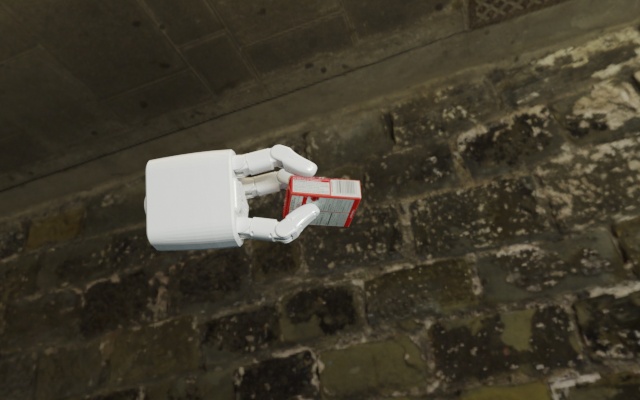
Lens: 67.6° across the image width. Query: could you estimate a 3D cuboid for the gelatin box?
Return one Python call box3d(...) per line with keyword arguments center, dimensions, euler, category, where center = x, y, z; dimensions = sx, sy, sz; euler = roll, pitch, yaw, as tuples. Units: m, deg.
box3d(center=(0.000, 0.002, 0.600), dimensions=(0.089, 0.030, 0.073), euler=(4, -32, -8), category="gelatin box")
